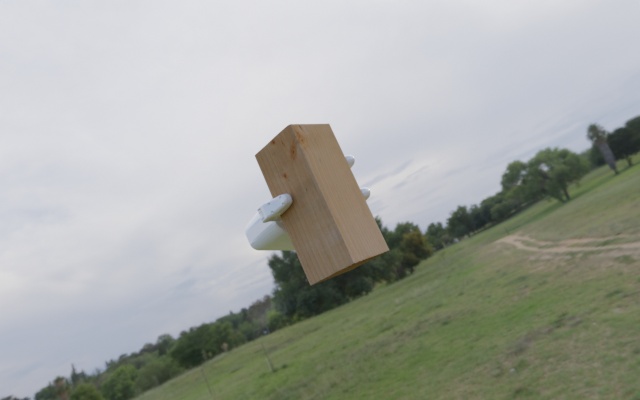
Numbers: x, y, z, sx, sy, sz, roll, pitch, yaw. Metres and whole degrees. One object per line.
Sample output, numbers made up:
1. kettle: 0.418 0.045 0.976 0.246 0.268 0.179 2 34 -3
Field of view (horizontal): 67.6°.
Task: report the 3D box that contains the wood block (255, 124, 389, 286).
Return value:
1. wood block: 0.000 0.002 0.681 0.091 0.206 0.090 -12 -17 -48
